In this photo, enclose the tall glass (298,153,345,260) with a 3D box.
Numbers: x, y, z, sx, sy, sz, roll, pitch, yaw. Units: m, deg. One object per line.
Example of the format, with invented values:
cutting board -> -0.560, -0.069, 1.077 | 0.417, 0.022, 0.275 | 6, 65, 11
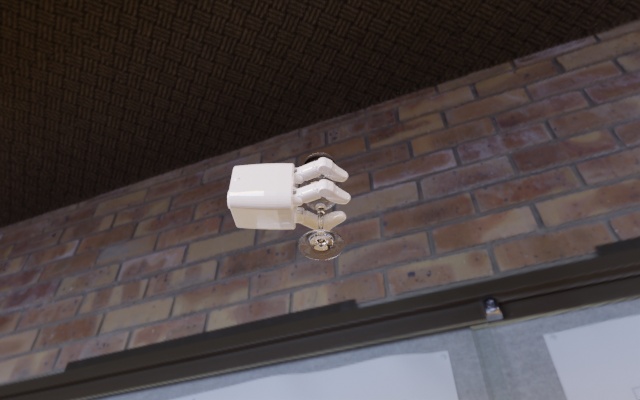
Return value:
tall glass -> 0.000, 0.003, 0.833 | 0.079, 0.079, 0.200 | 0, 44, 0
